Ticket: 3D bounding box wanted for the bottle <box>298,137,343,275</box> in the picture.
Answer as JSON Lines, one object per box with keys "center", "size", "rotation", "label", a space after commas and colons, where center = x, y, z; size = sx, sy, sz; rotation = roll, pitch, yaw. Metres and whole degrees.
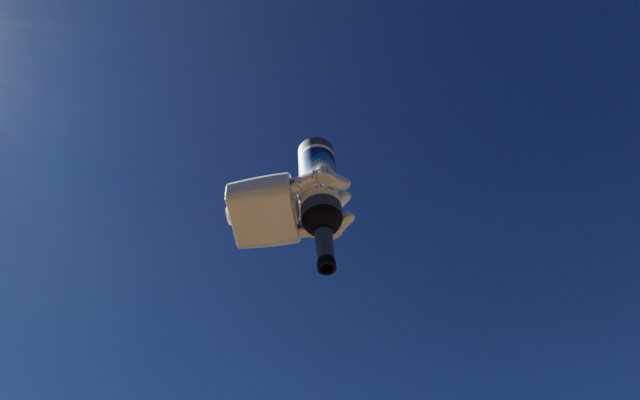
{"center": [0.000, 0.002, 0.782], "size": [0.069, 0.069, 0.295], "rotation": [0, 40, -5], "label": "bottle"}
